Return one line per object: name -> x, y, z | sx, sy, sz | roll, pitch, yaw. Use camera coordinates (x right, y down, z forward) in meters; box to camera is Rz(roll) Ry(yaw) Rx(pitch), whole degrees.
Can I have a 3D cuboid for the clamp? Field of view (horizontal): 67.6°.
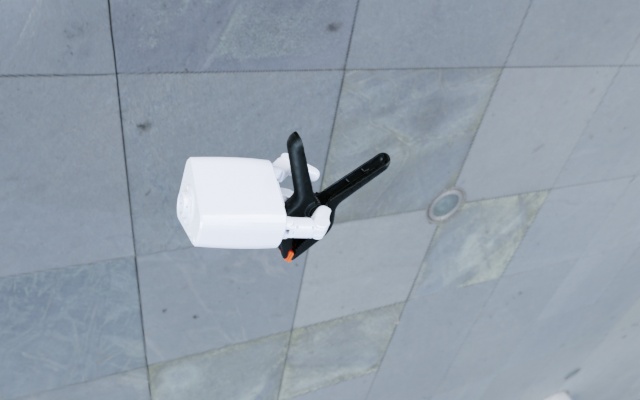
clamp -> 0.000, 0.003, 0.675 | 0.164, 0.210, 0.036 | 2, 37, -30
